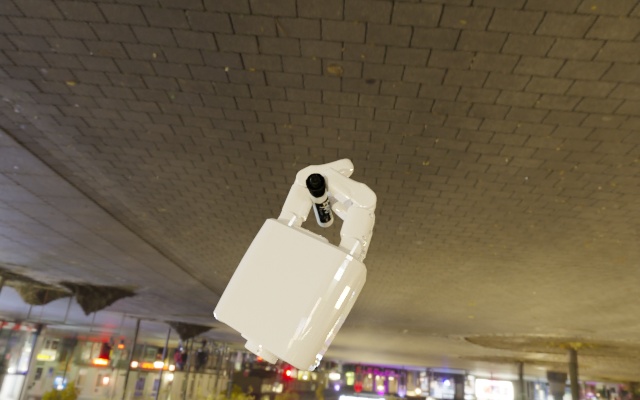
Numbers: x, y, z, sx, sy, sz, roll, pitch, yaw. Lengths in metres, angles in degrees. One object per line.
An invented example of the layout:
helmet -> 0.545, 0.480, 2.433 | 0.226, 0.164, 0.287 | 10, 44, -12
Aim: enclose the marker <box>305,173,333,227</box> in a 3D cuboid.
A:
marker -> 0.000, 0.002, 0.498 | 0.020, 0.020, 0.121 | 0, -20, 5
